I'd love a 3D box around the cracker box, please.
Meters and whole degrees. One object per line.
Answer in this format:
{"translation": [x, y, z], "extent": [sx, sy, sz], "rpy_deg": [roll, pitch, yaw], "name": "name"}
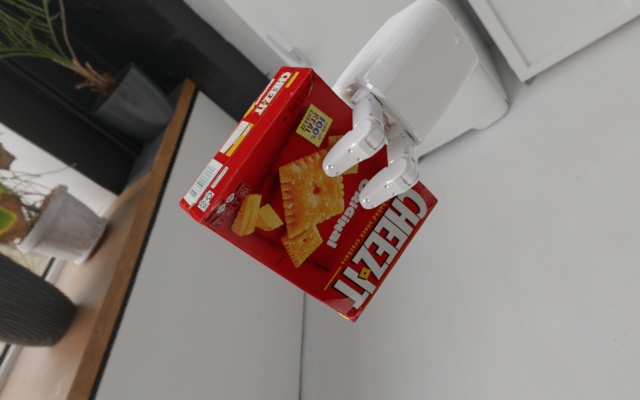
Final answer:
{"translation": [0.000, 0.001, 0.473], "extent": [0.214, 0.164, 0.072], "rpy_deg": [39, -6, -33], "name": "cracker box"}
